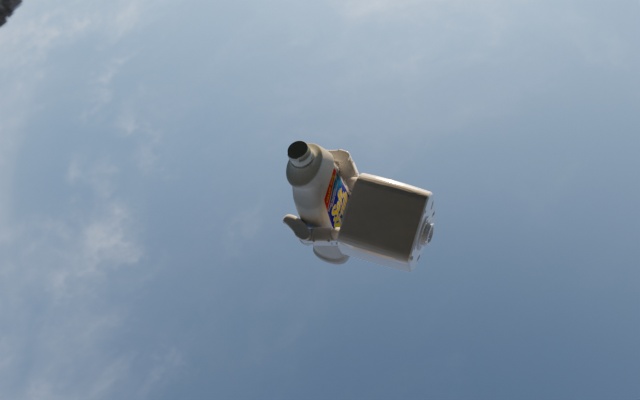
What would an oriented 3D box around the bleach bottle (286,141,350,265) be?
[{"bbox_3d":[0.000,0.002,0.713,0.068,0.102,0.251,16,-23,25],"label":"bleach bottle"}]
